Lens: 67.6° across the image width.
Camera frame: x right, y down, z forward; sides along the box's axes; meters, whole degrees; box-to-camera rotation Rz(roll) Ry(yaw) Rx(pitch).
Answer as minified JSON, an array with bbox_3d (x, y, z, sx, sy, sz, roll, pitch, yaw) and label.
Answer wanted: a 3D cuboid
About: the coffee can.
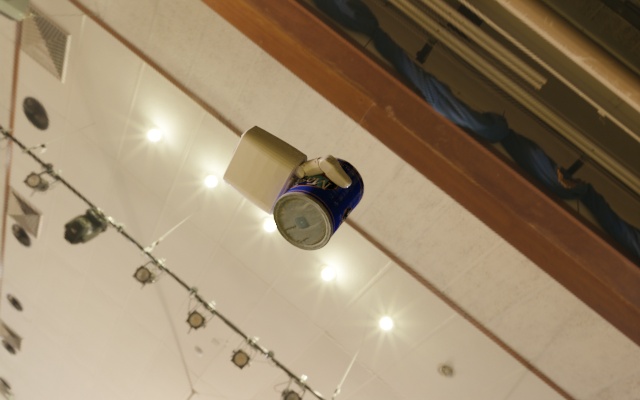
[{"bbox_3d":[0.000,0.003,0.791,0.103,0.103,0.140,0,28,29],"label":"coffee can"}]
